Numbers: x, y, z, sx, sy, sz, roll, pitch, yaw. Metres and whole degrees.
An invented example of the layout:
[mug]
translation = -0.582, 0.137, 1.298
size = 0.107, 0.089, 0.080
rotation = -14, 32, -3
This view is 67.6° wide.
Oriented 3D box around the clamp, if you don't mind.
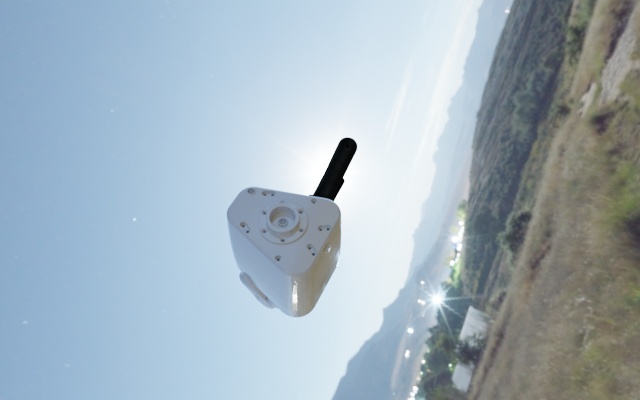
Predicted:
[clamp]
translation = -0.001, 0.002, 0.601
size = 0.039, 0.171, 0.120
rotation = 22, -31, 8
